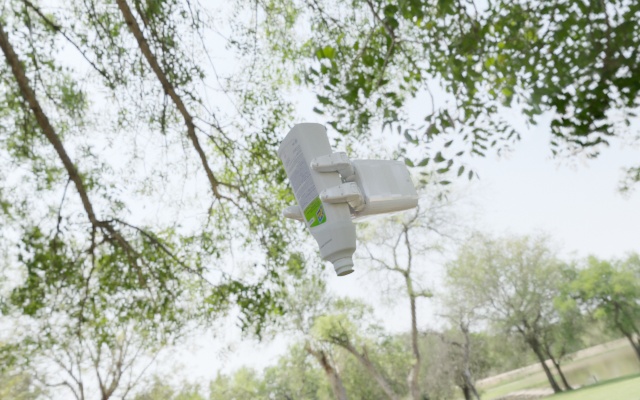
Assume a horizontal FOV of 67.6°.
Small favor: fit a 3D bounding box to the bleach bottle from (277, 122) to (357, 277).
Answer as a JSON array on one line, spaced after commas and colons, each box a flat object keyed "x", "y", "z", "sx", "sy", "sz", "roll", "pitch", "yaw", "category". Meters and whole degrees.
[{"x": 0.000, "y": 0.002, "z": 0.765, "sx": 0.068, "sy": 0.250, "sz": 0.103, "roll": -4, "pitch": -27, "yaw": -29, "category": "bleach bottle"}]
